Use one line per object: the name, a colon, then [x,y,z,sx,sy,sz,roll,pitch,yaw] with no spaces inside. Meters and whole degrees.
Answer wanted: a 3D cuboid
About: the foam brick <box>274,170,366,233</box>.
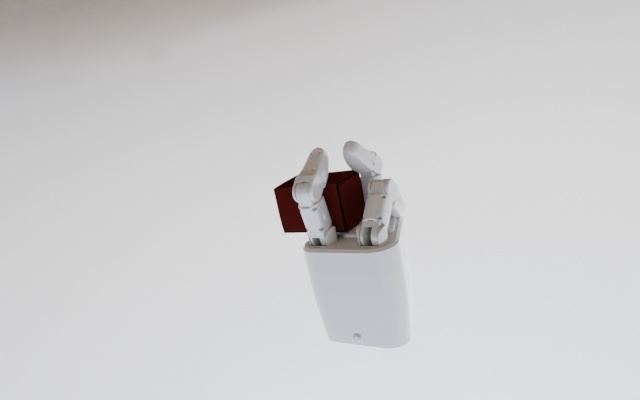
foam brick: [0.000,0.002,0.498,0.078,0.051,0.053,-3,17,32]
